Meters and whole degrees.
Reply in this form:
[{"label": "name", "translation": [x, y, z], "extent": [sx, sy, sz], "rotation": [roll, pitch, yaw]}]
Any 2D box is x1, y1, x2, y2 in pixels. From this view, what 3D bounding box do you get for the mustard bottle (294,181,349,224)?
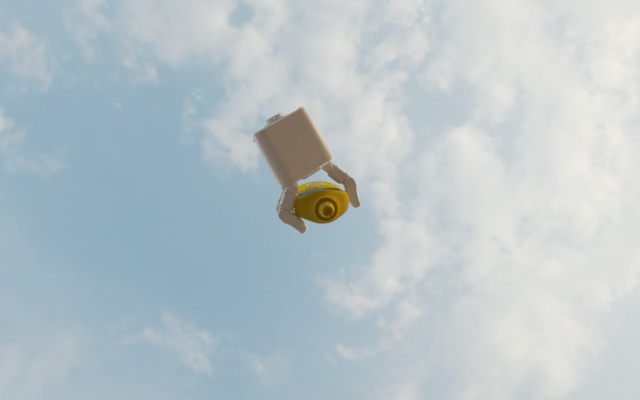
[{"label": "mustard bottle", "translation": [0.000, 0.003, 0.847], "extent": [0.096, 0.058, 0.191], "rotation": [-6, 9, -6]}]
